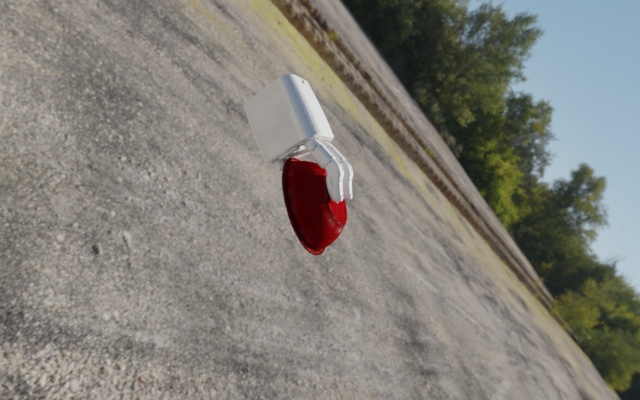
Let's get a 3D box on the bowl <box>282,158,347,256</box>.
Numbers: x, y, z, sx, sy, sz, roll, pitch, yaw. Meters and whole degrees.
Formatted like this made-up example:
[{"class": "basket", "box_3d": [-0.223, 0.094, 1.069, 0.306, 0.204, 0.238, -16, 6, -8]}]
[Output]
[{"class": "bowl", "box_3d": [0.001, 0.004, 0.751, 0.055, 0.162, 0.162, -16, -5, 19]}]
